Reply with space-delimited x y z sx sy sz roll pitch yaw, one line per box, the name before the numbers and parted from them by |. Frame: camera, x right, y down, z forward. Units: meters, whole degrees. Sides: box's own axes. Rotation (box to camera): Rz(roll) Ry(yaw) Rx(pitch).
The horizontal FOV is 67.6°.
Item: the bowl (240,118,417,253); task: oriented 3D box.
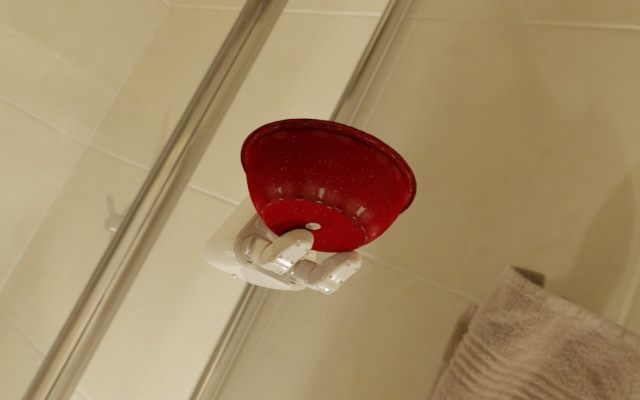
bowl | 0.000 0.001 0.417 0.162 0.055 0.162 11 -30 6
